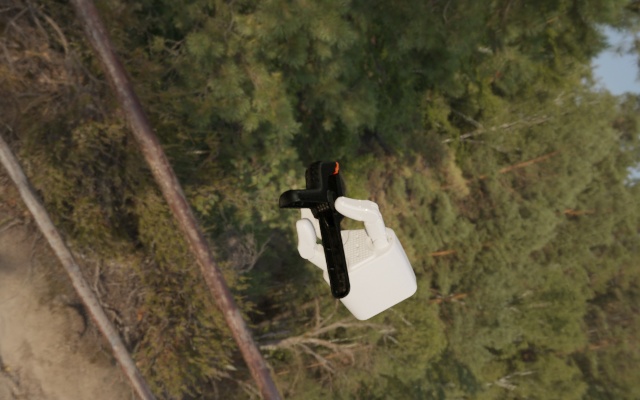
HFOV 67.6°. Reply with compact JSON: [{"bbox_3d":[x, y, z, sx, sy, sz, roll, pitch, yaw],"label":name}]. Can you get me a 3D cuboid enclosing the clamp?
[{"bbox_3d":[0.001,0.002,0.633,0.036,0.165,0.209,-17,37,18],"label":"clamp"}]
